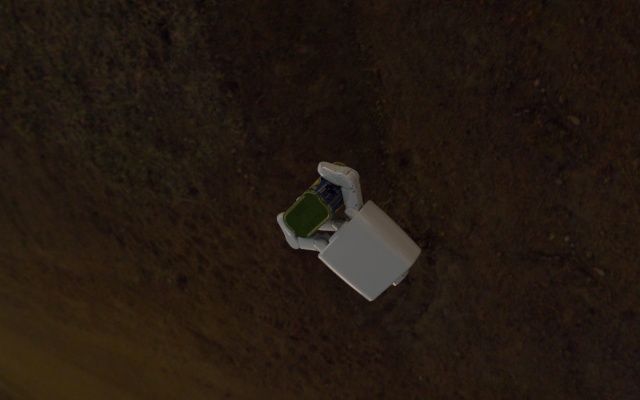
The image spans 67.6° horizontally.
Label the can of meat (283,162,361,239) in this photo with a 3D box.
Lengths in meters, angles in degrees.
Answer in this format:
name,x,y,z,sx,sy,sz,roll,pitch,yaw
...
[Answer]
name,x,y,z,sx,sy,sz,roll,pitch,yaw
can of meat,0.000,0.002,0.711,0.084,0.057,0.102,-45,1,-43
